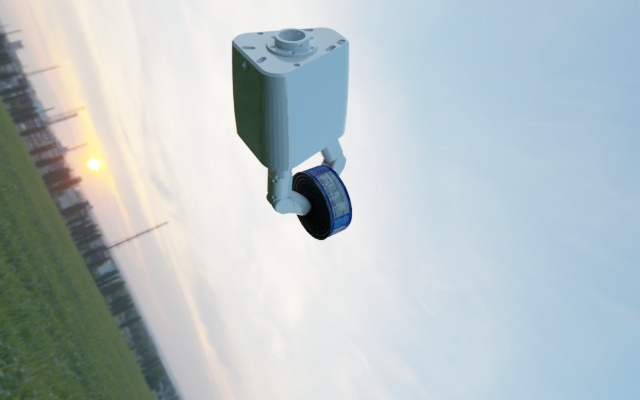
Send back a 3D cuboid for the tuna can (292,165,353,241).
[{"bbox_3d":[0.001,0.002,0.566,0.033,0.086,0.086,-22,11,-28],"label":"tuna can"}]
